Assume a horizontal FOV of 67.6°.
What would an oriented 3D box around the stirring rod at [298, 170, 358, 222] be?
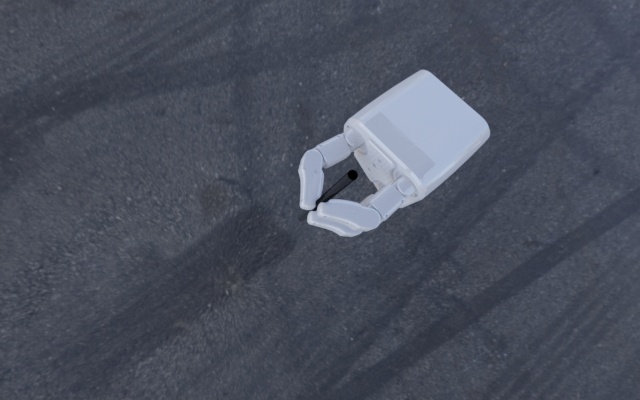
[{"bbox_3d":[0.000,0.001,0.468,0.011,0.011,0.239,0,-10,-12],"label":"stirring rod"}]
